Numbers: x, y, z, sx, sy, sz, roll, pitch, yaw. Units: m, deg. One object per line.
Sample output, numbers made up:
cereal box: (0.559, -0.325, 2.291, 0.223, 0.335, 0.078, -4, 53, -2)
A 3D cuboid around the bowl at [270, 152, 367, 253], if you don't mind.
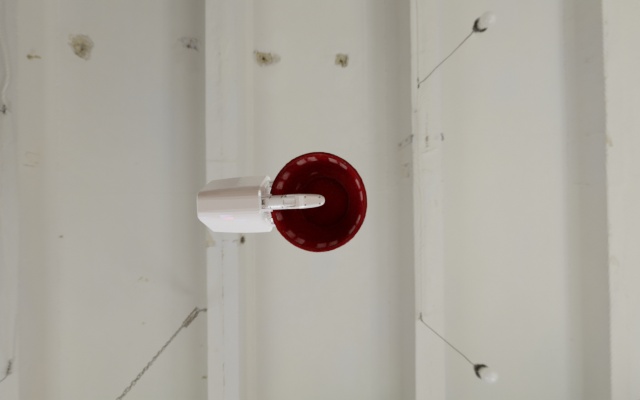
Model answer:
bowl: (0.001, 0.003, 0.788, 0.162, 0.162, 0.055, 0, 0, 12)
